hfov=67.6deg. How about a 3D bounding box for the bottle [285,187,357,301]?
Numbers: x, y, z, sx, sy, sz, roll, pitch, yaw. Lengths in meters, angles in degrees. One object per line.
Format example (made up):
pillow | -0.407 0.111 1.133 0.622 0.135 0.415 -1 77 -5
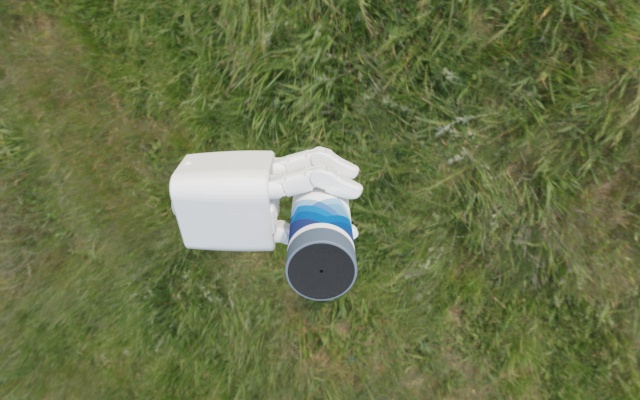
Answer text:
bottle | 0.000 0.002 0.570 0.069 0.069 0.295 0 26 0
